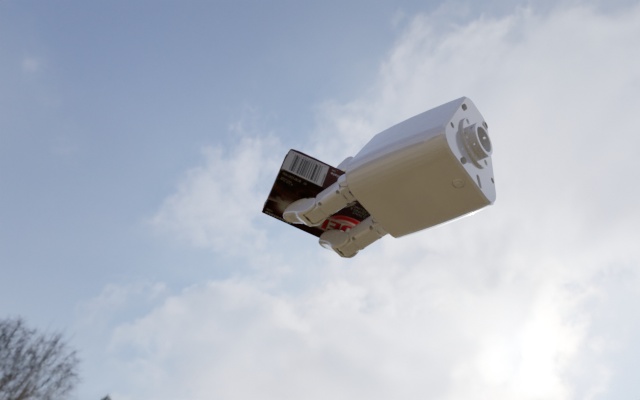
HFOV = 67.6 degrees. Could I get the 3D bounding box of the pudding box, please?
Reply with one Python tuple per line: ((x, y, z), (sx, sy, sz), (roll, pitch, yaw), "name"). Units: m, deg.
((0.000, 0.002, 0.531), (0.113, 0.039, 0.090), (26, -38, -4), "pudding box")
